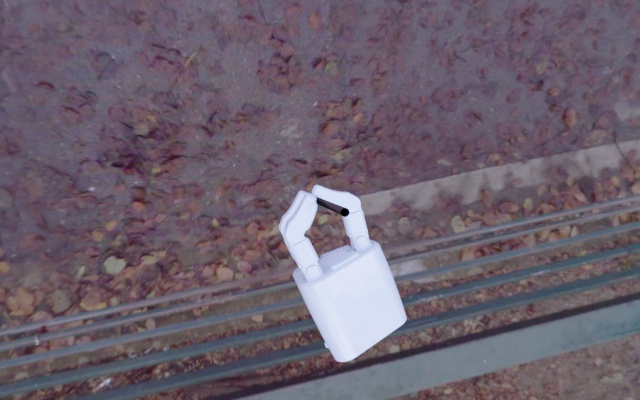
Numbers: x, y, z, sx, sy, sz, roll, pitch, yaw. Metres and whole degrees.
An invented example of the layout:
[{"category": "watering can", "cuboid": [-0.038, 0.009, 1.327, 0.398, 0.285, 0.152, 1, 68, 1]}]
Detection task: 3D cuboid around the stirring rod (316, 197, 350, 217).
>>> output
[{"category": "stirring rod", "cuboid": [0.000, 0.002, 0.532, 0.011, 0.011, 0.239, 0, 4, -10]}]
